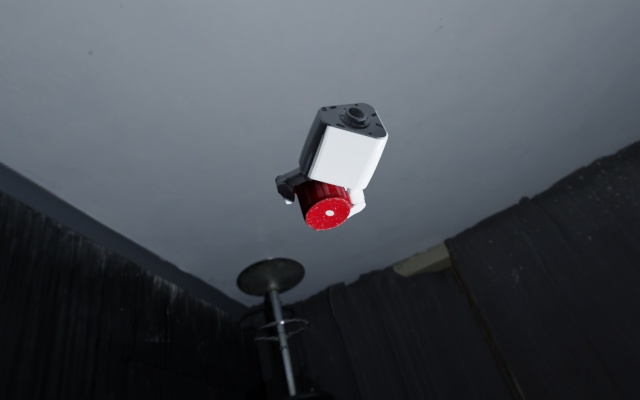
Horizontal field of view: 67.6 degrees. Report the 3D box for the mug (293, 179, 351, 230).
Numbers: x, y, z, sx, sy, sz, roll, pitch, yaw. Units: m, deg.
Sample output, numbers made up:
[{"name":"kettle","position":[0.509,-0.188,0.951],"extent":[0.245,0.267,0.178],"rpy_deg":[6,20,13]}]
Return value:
[{"name":"mug","position":[0.000,0.004,0.814],"extent":[0.093,0.081,0.117],"rpy_deg":[1,-44,-21]}]
